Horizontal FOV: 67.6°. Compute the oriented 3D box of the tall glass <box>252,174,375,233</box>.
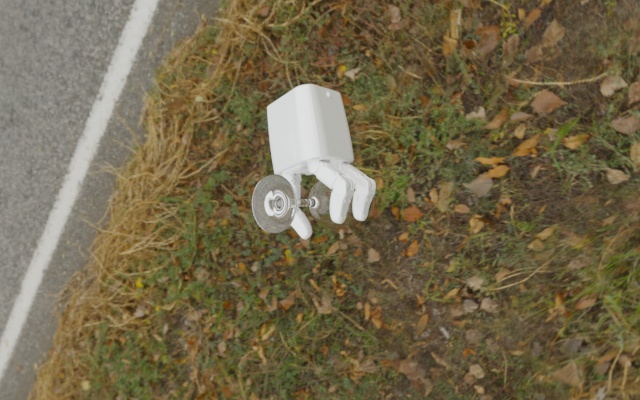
[{"bbox_3d":[0.000,0.002,0.674,0.079,0.079,0.201,0,1,36],"label":"tall glass"}]
